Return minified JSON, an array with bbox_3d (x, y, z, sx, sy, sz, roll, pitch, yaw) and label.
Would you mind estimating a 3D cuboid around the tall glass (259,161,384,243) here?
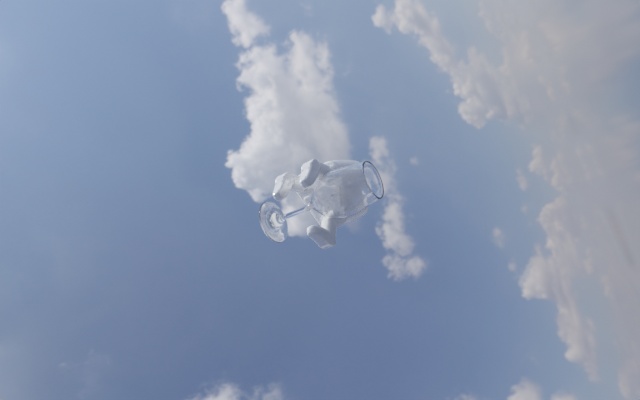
[{"bbox_3d":[0.000,0.003,0.769,0.201,0.079,0.079,-23,-12,29],"label":"tall glass"}]
